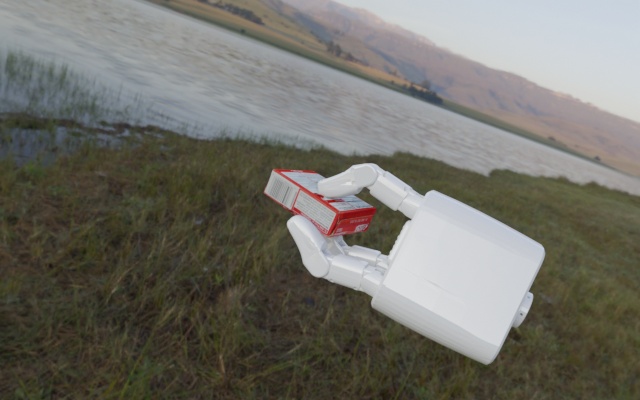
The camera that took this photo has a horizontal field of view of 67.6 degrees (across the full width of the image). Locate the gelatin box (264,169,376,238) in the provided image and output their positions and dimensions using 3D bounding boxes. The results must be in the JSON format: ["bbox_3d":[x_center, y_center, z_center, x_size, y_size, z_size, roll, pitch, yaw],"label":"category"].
[{"bbox_3d":[0.000,0.001,0.475,0.089,0.030,0.073,33,19,27],"label":"gelatin box"}]
